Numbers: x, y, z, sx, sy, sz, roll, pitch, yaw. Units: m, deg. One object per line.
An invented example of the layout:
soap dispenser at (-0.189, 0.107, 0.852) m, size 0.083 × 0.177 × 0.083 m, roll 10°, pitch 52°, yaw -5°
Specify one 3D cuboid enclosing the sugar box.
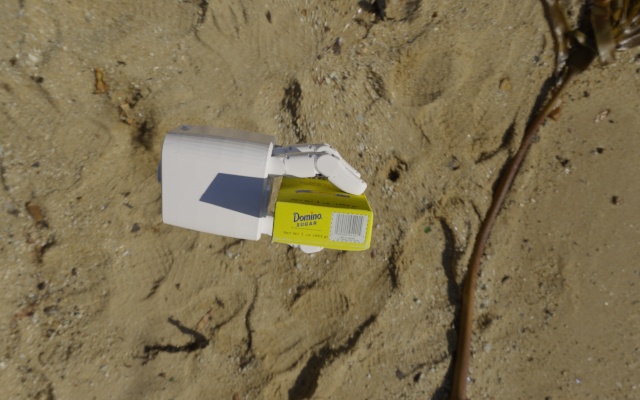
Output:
sugar box at (0.000, 0.001, 0.522) m, size 0.093 × 0.048 × 0.176 m, roll 7°, pitch 17°, yaw -4°
